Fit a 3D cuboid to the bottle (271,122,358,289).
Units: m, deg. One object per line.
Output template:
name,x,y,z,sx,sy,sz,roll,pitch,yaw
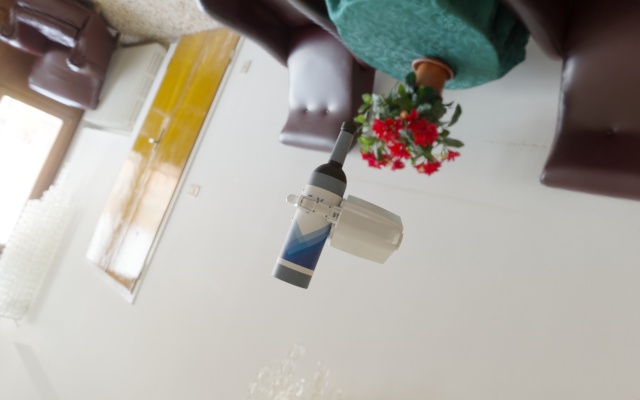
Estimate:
bottle,0.000,0.003,0.828,0.069,0.295,0.069,21,-6,2
